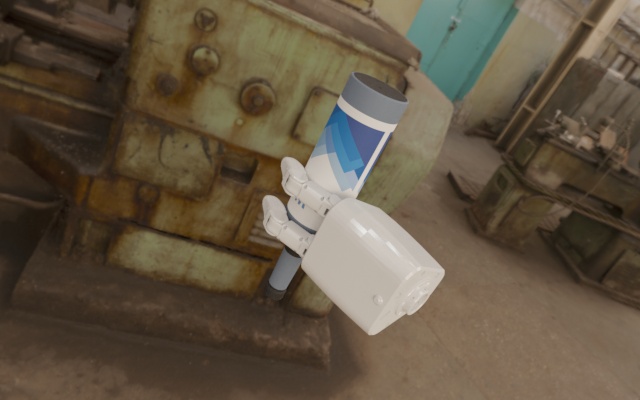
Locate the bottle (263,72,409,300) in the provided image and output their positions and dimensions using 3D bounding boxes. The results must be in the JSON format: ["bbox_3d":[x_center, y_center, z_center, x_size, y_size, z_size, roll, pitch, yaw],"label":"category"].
[{"bbox_3d":[0.000,0.002,0.550,0.069,0.296,0.069,22,26,-12],"label":"bottle"}]
